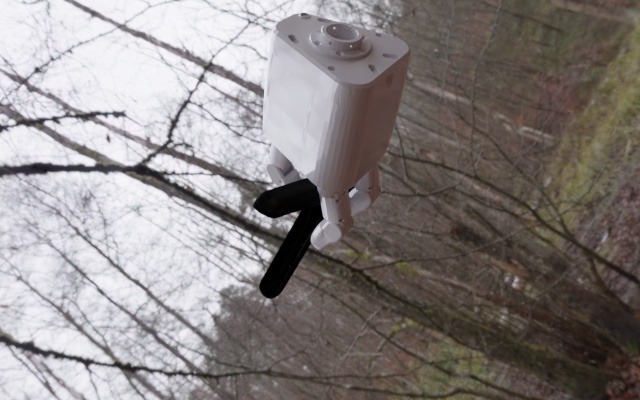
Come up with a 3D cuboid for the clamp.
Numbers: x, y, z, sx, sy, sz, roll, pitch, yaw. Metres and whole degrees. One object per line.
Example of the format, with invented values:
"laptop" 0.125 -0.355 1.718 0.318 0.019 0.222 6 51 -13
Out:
"clamp" 0.000 0.001 0.503 0.036 0.165 0.210 32 50 17
